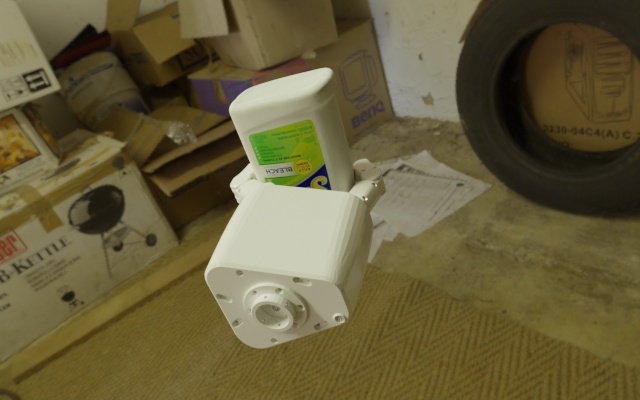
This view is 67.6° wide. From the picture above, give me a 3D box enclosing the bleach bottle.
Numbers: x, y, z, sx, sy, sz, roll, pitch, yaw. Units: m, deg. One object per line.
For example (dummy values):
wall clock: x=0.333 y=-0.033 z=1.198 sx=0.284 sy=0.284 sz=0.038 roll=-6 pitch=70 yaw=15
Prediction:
bleach bottle: x=0.000 y=0.002 z=0.489 sx=0.102 sy=0.251 sz=0.068 roll=-9 pitch=31 yaw=20
